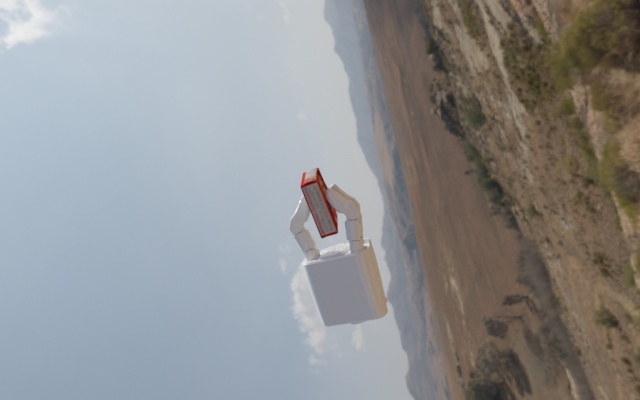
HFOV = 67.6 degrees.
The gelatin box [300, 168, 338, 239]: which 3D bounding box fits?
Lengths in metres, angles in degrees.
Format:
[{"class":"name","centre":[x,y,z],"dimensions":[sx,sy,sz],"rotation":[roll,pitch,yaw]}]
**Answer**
[{"class":"gelatin box","centre":[0.000,0.002,0.722],"dimensions":[0.030,0.089,0.073],"rotation":[-20,17,8]}]
